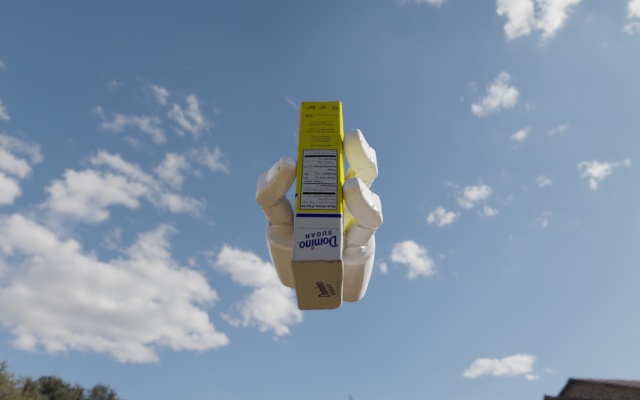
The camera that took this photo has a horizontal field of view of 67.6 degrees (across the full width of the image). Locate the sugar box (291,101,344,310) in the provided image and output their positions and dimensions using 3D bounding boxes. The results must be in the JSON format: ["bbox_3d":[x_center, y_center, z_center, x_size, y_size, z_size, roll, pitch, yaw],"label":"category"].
[{"bbox_3d":[0.001,0.001,0.440,0.048,0.176,0.093,-2,-35,0],"label":"sugar box"}]
